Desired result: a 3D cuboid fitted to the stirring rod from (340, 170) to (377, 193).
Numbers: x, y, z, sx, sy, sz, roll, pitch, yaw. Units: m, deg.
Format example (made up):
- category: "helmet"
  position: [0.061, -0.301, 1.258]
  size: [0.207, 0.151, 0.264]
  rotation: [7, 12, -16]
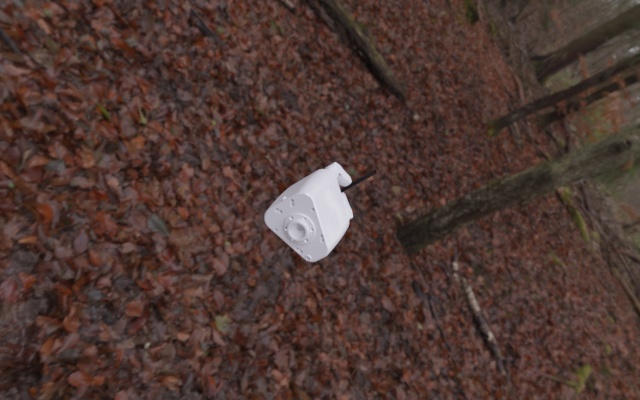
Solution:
- category: "stirring rod"
  position: [0.000, 0.003, 0.875]
  size: [0.239, 0.011, 0.011]
  rotation: [-29, -14, 26]
